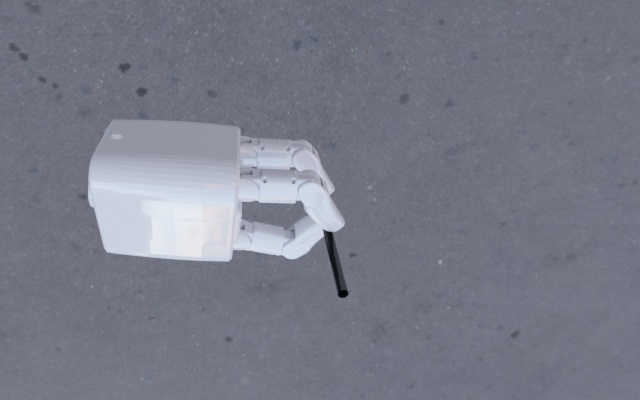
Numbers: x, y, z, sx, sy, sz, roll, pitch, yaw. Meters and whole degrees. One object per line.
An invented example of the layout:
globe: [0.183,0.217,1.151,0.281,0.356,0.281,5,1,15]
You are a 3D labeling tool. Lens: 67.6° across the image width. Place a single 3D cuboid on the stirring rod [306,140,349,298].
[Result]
stirring rod: [0.000,0.001,0.443,0.011,0.011,0.239,0,33,-9]
